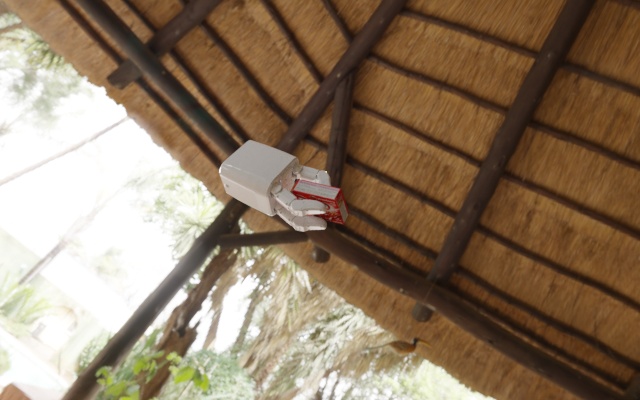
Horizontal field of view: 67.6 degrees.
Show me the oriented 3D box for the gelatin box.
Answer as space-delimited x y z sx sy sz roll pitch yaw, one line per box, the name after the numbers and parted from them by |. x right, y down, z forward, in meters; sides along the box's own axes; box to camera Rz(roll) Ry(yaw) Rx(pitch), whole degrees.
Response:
0.001 0.002 0.845 0.089 0.030 0.073 13 -32 25 | gelatin box
